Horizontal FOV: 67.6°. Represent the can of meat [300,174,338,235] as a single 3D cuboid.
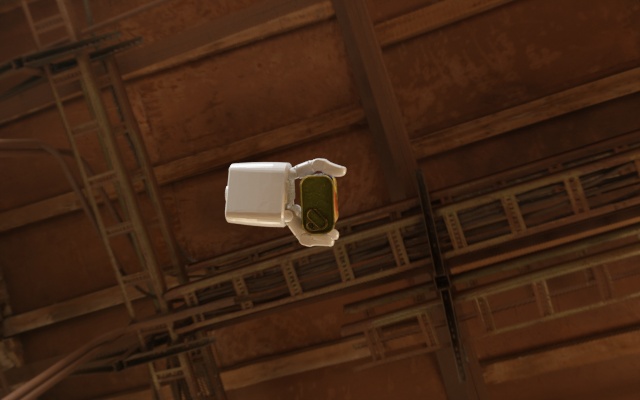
[{"bbox_3d":[0.000,0.003,0.848,0.057,0.102,0.084,-1,7,8],"label":"can of meat"}]
